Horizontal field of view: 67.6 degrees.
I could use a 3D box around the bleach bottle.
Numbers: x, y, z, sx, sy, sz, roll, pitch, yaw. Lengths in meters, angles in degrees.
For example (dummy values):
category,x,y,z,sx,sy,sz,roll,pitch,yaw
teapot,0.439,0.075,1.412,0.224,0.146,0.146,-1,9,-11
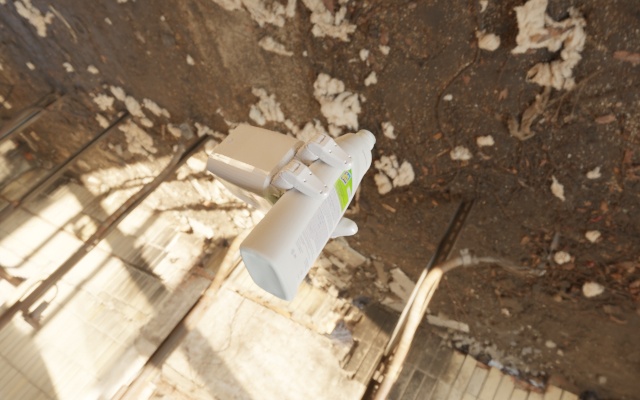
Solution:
category,x,y,z,sx,sy,sz,roll,pitch,yaw
bleach bottle,0.000,0.002,0.622,0.068,0.250,0.103,22,-33,26
